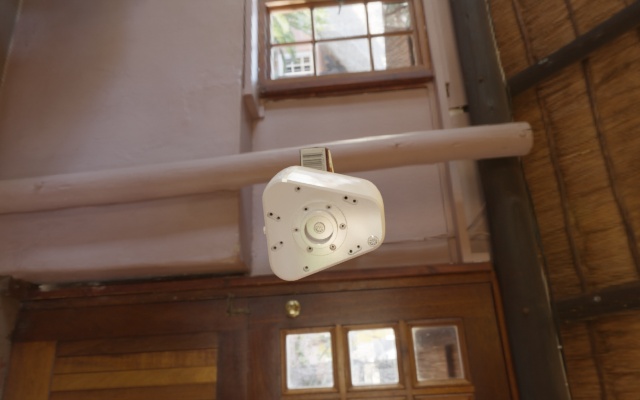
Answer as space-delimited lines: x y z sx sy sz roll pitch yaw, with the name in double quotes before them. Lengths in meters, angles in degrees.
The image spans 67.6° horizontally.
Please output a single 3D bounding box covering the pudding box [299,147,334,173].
"pudding box" 0.000 0.002 0.599 0.039 0.113 0.090 -4 -20 5
